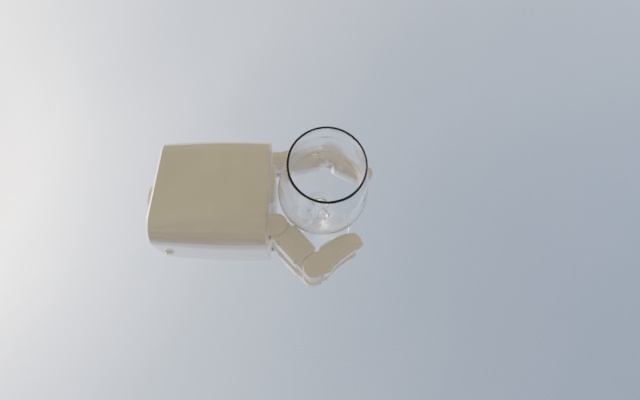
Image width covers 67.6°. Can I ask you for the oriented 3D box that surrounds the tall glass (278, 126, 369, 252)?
[{"bbox_3d":[0.000,0.002,0.450,0.079,0.079,0.201,0,-17,-3],"label":"tall glass"}]
